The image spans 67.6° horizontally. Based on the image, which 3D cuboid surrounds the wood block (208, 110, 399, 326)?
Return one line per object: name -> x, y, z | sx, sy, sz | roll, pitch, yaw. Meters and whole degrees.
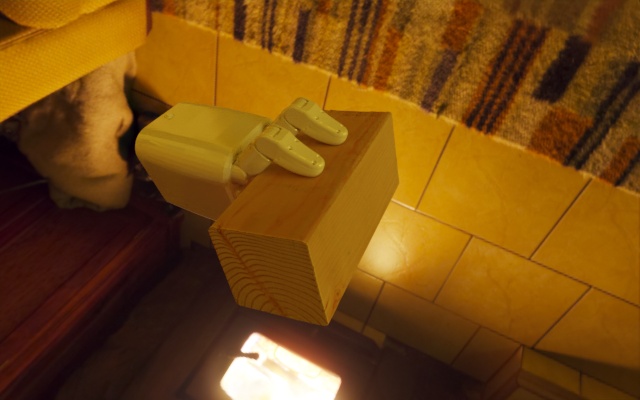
wood block -> 0.000, 0.002, 0.447 | 0.090, 0.091, 0.206 | 7, 39, 25
